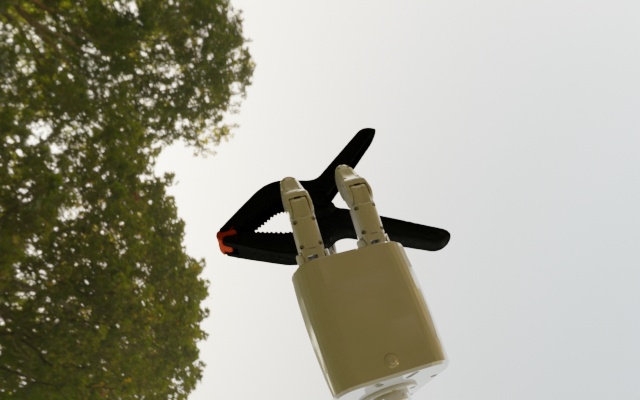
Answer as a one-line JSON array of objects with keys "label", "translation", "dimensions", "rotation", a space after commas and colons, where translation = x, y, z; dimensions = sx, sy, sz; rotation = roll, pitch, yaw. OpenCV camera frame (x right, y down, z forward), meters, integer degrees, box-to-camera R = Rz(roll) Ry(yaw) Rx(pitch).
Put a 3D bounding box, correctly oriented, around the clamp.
[{"label": "clamp", "translation": [0.000, 0.002, 0.472], "dimensions": [0.210, 0.164, 0.036], "rotation": [-13, -38, -11]}]
